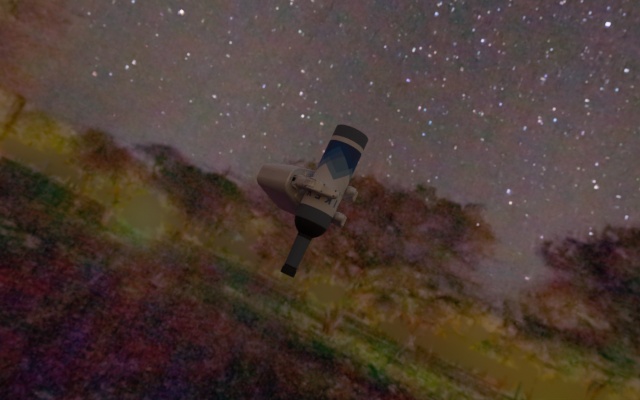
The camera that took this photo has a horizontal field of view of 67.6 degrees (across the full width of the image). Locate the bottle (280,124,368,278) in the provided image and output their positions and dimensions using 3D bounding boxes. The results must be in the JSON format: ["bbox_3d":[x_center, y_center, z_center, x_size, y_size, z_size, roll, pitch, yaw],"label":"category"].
[{"bbox_3d":[0.000,0.003,0.889,0.069,0.295,0.069,24,-9,4],"label":"bottle"}]
